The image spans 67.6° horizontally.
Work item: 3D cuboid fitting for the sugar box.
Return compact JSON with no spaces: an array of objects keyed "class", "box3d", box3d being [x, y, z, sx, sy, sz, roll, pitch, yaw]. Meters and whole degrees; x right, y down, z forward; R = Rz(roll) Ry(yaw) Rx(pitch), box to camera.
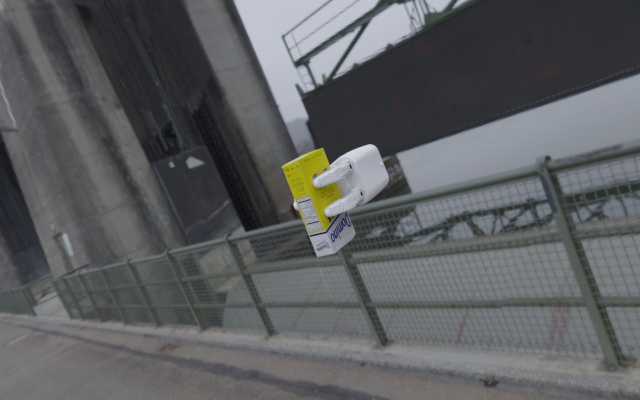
[{"class":"sugar box","box3d":[0.001,0.003,0.856,0.048,0.176,0.093,-19,9,35]}]
